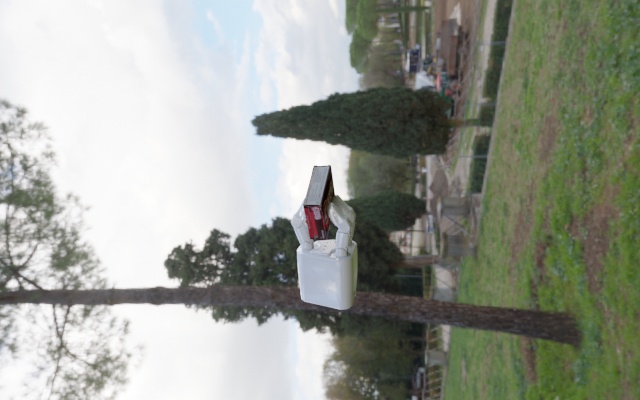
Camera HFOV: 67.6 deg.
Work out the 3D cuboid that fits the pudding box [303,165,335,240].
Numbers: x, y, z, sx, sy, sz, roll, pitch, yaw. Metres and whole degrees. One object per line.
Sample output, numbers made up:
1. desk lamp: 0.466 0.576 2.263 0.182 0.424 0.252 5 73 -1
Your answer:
1. pudding box: 0.000 0.003 0.882 0.039 0.090 0.113 1 44 10
